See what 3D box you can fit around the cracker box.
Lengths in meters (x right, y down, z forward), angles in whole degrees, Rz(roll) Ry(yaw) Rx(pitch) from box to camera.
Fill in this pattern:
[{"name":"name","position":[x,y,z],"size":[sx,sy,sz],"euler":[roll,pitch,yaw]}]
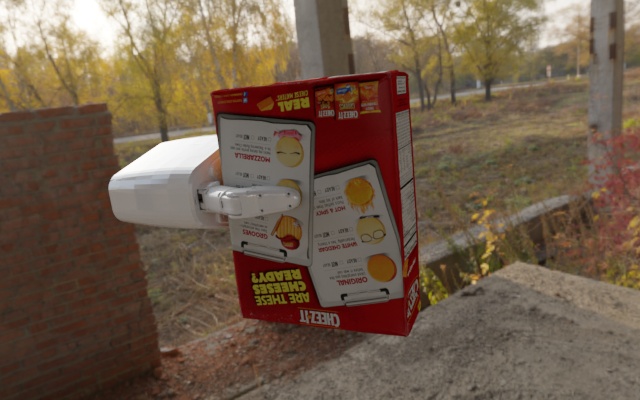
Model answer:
[{"name":"cracker box","position":[0.000,0.001,0.427],"size":[0.164,0.214,0.072],"euler":[0,14,25]}]
